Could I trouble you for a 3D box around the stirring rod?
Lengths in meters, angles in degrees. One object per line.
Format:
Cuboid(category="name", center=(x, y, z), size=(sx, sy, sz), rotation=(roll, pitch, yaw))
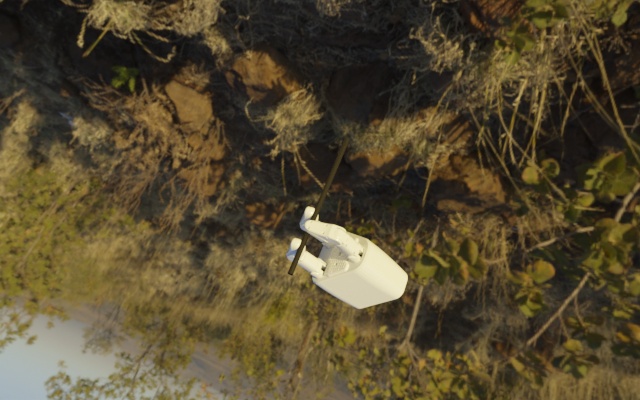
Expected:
Cuboid(category="stirring rod", center=(0.000, 0.002, 0.716), size=(0.011, 0.239, 0.011), rotation=(19, -25, 9))
